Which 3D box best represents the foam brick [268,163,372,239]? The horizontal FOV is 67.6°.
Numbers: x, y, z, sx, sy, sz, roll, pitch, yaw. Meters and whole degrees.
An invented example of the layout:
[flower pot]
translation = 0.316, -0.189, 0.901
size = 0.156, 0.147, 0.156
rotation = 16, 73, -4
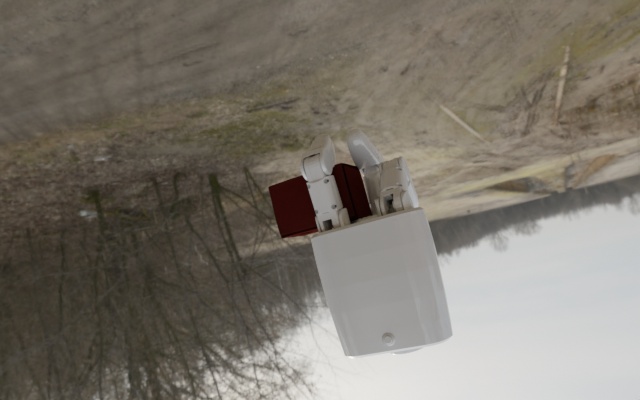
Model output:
[foam brick]
translation = 0.000, 0.001, 0.448
size = 0.078, 0.051, 0.053
rotation = -17, -6, 21
